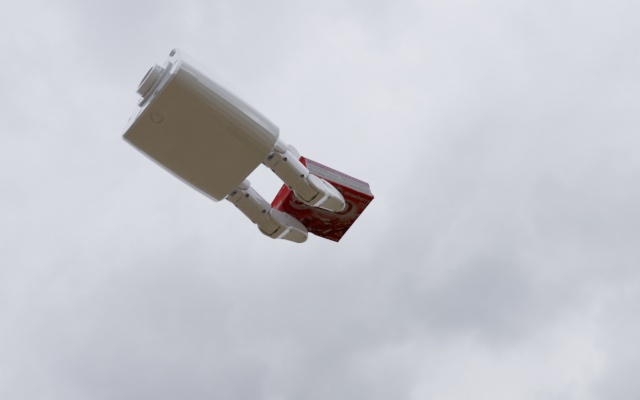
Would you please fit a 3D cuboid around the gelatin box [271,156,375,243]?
[{"bbox_3d":[0.000,0.001,0.509,0.089,0.073,0.030,20,34,-27],"label":"gelatin box"}]
